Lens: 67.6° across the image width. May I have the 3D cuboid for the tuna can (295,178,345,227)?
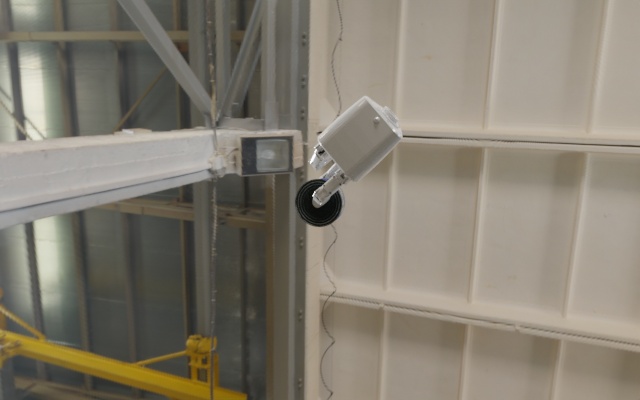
[{"bbox_3d":[0.000,0.003,0.855,0.086,0.086,0.033,0,7,15],"label":"tuna can"}]
